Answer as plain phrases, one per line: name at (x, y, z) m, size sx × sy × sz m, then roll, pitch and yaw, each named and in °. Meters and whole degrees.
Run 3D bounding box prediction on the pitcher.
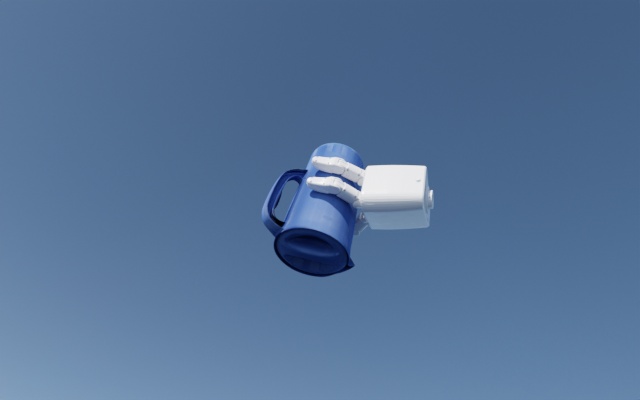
pitcher at (0.000, 0.003, 0.876) m, size 0.145 × 0.242 × 0.149 m, roll -1°, pitch -44°, yaw 19°
